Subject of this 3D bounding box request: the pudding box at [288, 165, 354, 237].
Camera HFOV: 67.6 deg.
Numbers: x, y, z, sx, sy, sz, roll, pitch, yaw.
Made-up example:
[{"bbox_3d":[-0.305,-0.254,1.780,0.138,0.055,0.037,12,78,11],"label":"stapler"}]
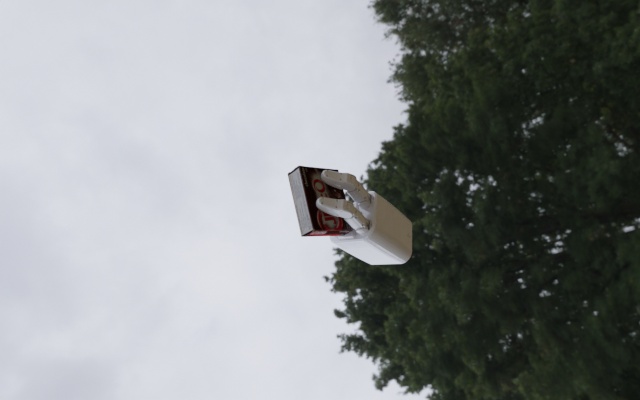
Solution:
[{"bbox_3d":[0.000,0.003,0.783,0.090,0.113,0.039,3,-25,-44],"label":"pudding box"}]
